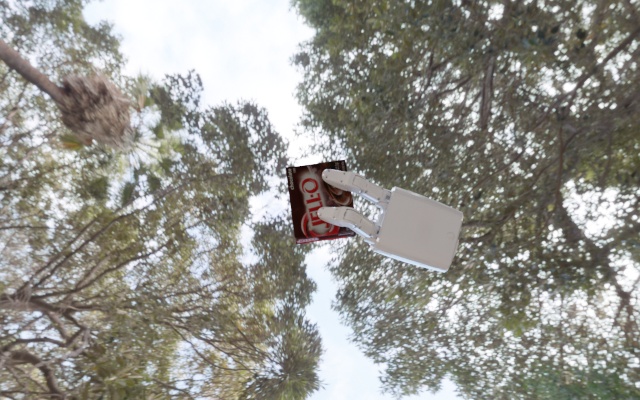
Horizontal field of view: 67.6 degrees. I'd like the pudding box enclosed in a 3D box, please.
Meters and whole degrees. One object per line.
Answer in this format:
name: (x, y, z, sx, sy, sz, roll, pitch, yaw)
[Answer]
pudding box: (0.000, 0.002, 0.692, 0.090, 0.113, 0.039, -8, -20, -5)
